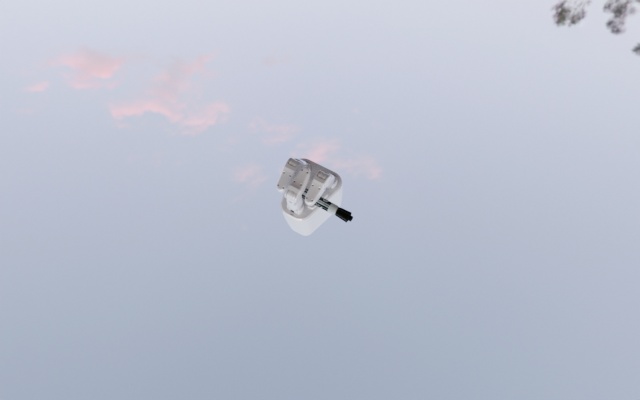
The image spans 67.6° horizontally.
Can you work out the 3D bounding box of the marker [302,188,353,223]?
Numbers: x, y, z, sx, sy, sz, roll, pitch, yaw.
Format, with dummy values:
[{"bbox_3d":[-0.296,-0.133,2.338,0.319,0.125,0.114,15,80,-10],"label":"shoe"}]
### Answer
[{"bbox_3d":[0.000,0.003,0.795,0.121,0.020,0.020,28,7,13],"label":"marker"}]
